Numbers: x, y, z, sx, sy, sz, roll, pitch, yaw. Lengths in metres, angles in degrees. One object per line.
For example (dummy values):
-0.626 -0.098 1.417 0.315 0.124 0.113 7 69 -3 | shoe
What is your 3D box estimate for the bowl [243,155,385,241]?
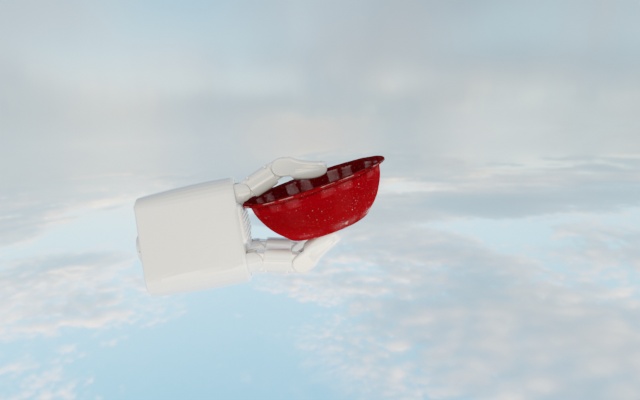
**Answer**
0.001 0.002 0.521 0.162 0.055 0.162 -19 9 3 | bowl
